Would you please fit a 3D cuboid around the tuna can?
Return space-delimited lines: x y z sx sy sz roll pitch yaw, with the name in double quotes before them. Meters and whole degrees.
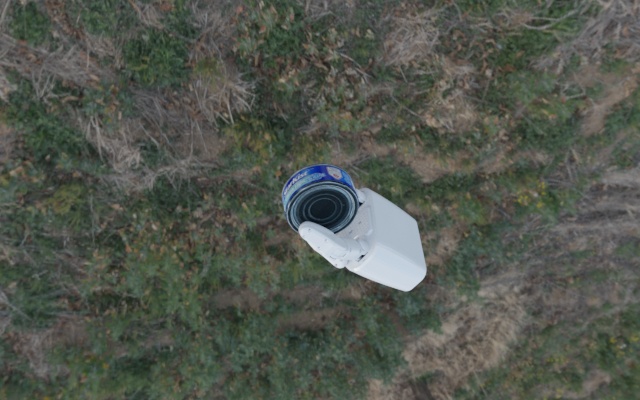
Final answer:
"tuna can" 0.000 0.002 0.546 0.086 0.086 0.033 0 39 -13
